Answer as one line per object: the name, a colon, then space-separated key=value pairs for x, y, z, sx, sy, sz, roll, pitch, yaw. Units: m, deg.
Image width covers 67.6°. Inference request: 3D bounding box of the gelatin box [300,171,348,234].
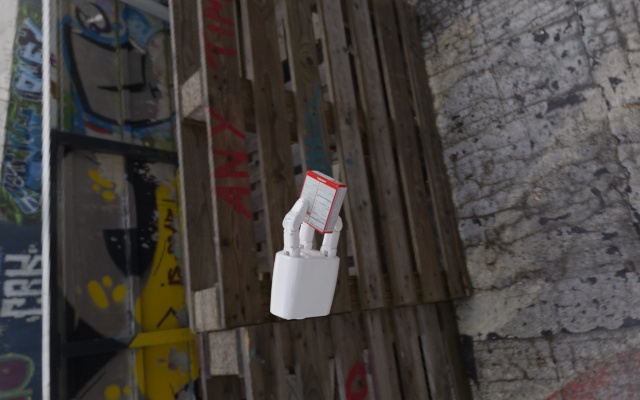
gelatin box: x=0.000 y=0.002 z=0.811 sx=0.073 sy=0.089 sz=0.030 roll=29 pitch=20 yaw=38
